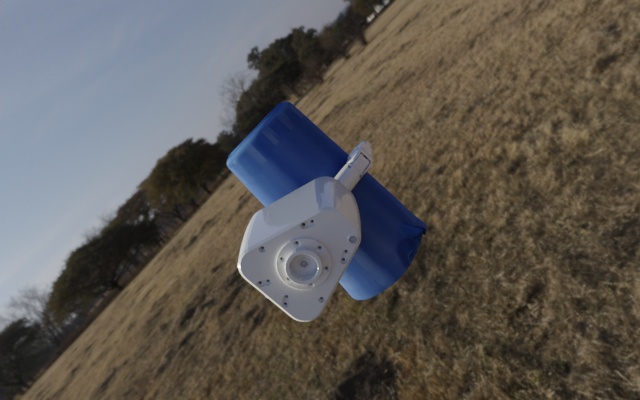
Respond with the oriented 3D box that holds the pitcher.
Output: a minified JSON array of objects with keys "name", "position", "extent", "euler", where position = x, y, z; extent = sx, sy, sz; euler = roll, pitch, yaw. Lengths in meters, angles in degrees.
[{"name":"pitcher","position":[0.000,0.002,0.600],"extent":[0.243,0.149,0.145],"euler":[44,10,-12]}]
